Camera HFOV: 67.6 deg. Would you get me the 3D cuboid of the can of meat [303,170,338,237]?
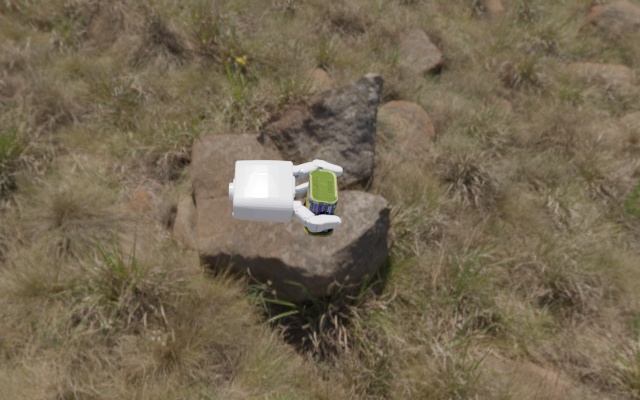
[{"bbox_3d":[0.000,0.003,0.896,0.057,0.084,0.102,4,41,-6],"label":"can of meat"}]
